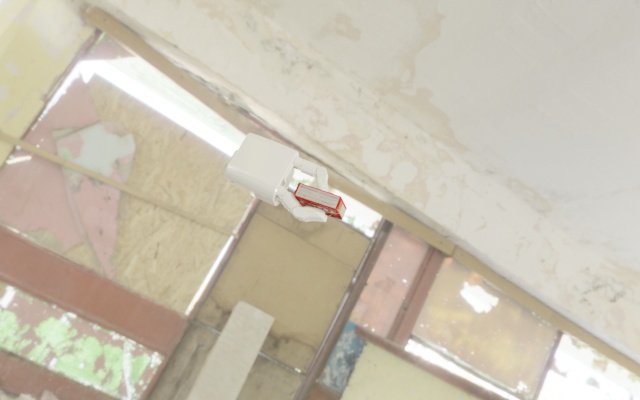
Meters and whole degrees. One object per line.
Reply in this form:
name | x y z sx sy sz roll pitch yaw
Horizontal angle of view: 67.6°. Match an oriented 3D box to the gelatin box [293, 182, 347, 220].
gelatin box | 0.001 0.003 0.897 0.089 0.030 0.073 18 -13 16
